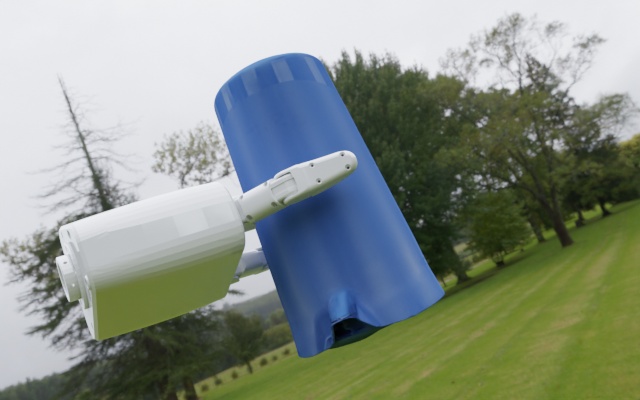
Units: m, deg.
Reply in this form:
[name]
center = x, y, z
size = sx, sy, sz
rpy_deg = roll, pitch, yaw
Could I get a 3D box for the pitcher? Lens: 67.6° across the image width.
[pitcher]
center = 0.000, 0.001, 0.431
size = 0.145, 0.243, 0.149
rpy_deg = -18, -10, -31
